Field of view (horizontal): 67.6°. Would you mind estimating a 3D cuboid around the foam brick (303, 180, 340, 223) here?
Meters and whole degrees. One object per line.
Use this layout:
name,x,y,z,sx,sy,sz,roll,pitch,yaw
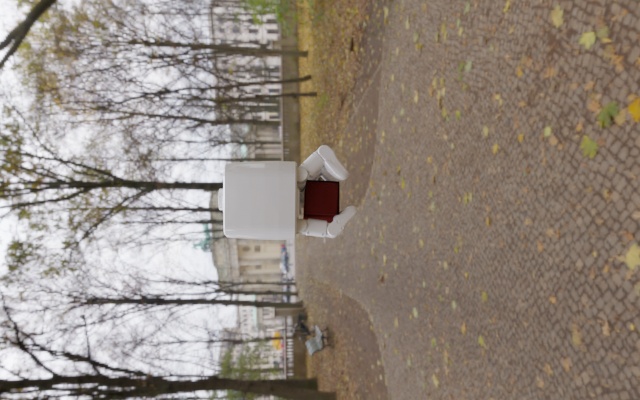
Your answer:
foam brick,0.000,0.003,0.743,0.051,0.053,0.078,2,-13,-4
